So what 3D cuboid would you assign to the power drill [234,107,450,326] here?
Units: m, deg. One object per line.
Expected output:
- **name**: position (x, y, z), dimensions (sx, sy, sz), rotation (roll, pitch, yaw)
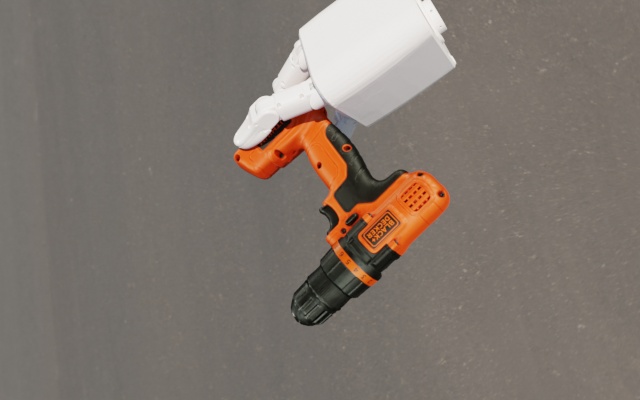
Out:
- **power drill**: position (0.000, 0.001, 0.466), dimensions (0.184, 0.187, 0.057), rotation (-44, -19, 5)
